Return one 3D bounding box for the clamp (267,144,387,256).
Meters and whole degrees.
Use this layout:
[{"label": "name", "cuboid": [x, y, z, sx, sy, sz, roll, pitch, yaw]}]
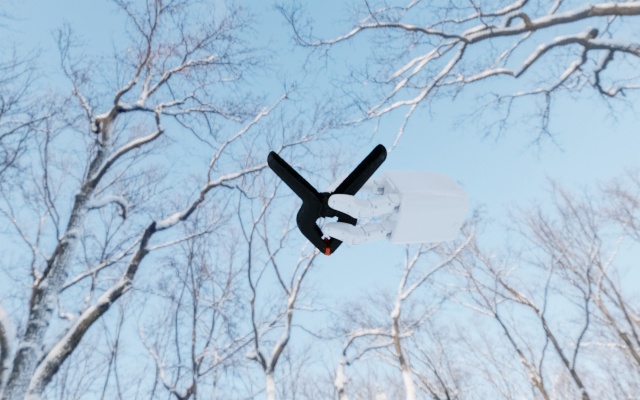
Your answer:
[{"label": "clamp", "cuboid": [0.000, 0.002, 0.709, 0.164, 0.210, 0.036, 2, 42, -8]}]
